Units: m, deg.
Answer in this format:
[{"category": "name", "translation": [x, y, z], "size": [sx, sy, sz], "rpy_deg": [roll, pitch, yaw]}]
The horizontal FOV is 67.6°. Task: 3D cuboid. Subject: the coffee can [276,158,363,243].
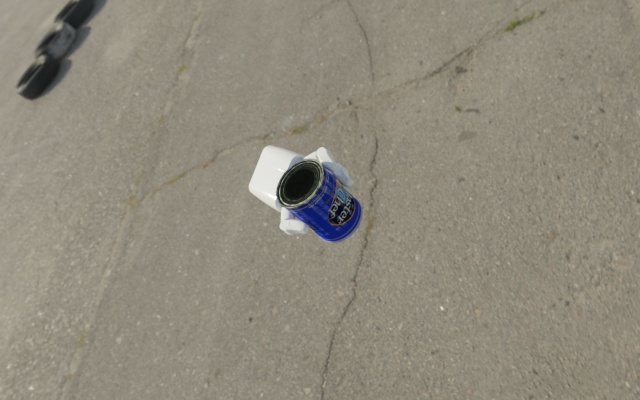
[{"category": "coffee can", "translation": [0.000, 0.003, 0.882], "size": [0.103, 0.102, 0.140], "rpy_deg": [0, -30, 38]}]
